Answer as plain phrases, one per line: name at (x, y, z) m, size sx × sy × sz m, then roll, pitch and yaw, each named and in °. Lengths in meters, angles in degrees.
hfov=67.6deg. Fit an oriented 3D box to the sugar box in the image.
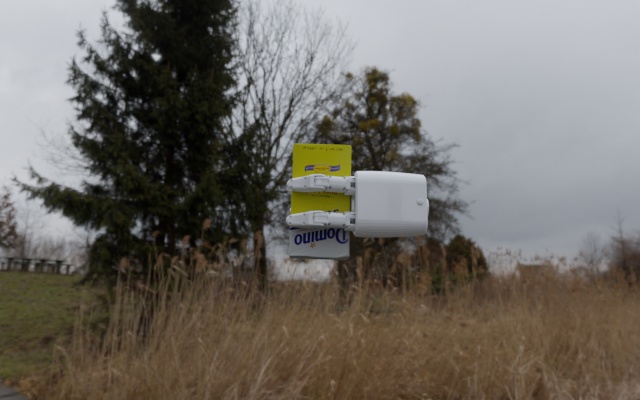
sugar box at (0.000, 0.002, 0.740) m, size 0.093 × 0.176 × 0.048 m, roll 1°, pitch -12°, yaw 0°
